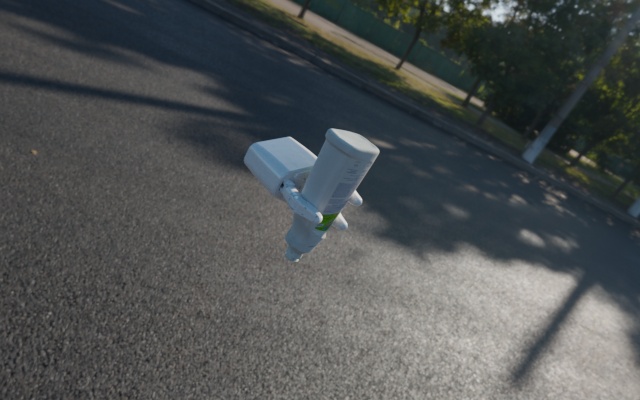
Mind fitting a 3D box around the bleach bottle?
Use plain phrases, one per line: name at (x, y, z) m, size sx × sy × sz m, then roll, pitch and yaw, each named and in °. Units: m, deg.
bleach bottle at (0.000, 0.003, 0.818) m, size 0.068 × 0.251 × 0.102 m, roll 43°, pitch 25°, yaw 30°
